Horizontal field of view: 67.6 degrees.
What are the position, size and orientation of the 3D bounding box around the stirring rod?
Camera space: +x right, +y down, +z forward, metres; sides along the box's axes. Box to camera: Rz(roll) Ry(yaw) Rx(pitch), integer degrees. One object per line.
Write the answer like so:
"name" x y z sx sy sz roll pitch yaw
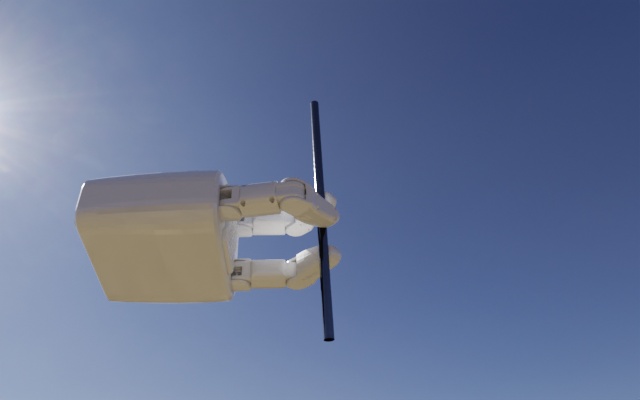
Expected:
"stirring rod" 0.000 0.001 0.410 0.011 0.239 0.011 -2 -35 -2
